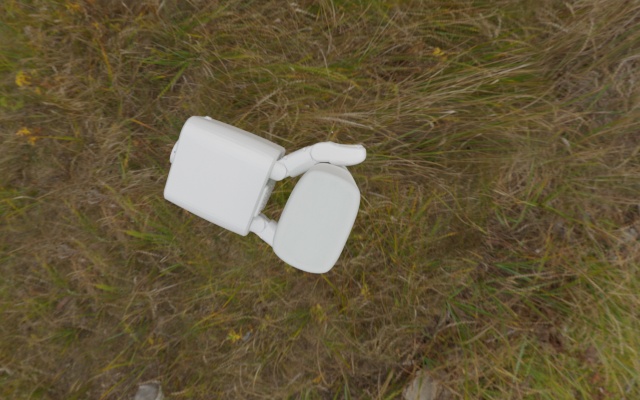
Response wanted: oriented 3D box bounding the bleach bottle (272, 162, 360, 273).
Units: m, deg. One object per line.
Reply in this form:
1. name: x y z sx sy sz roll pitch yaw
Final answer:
1. bleach bottle: 0.000 0.002 0.575 0.068 0.102 0.251 24 8 -2
